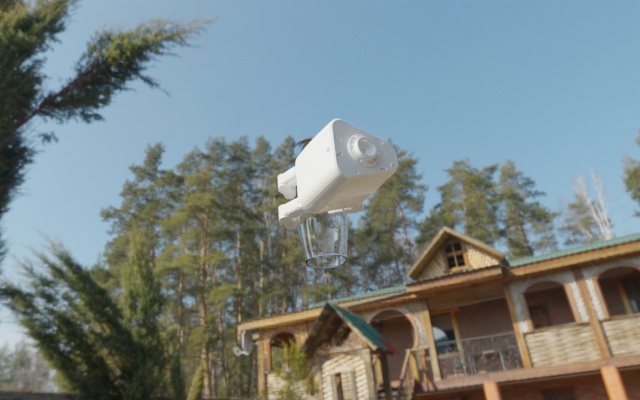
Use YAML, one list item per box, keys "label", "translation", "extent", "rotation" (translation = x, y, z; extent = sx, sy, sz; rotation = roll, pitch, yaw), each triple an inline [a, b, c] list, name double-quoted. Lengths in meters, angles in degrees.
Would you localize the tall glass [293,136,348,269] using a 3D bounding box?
- label: "tall glass"
  translation: [0.000, 0.002, 0.751]
  extent: [0.079, 0.201, 0.079]
  rotation: [-4, -26, -2]
